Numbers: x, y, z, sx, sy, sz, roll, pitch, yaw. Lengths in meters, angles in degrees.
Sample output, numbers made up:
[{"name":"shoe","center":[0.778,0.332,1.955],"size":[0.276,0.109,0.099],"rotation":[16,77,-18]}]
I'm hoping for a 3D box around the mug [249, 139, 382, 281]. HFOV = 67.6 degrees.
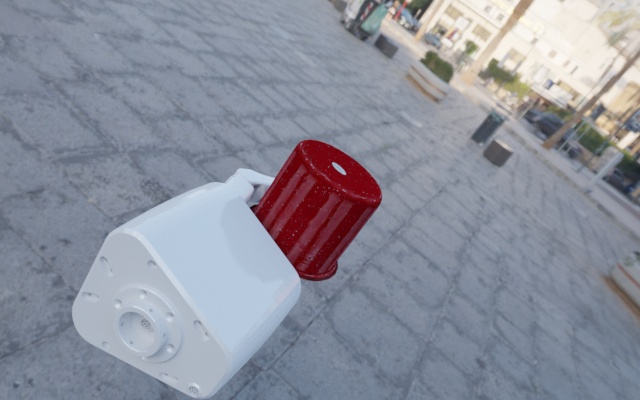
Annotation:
[{"name":"mug","center":[0.001,0.001,0.405],"size":[0.093,0.081,0.117],"rotation":[37,24,4]}]
